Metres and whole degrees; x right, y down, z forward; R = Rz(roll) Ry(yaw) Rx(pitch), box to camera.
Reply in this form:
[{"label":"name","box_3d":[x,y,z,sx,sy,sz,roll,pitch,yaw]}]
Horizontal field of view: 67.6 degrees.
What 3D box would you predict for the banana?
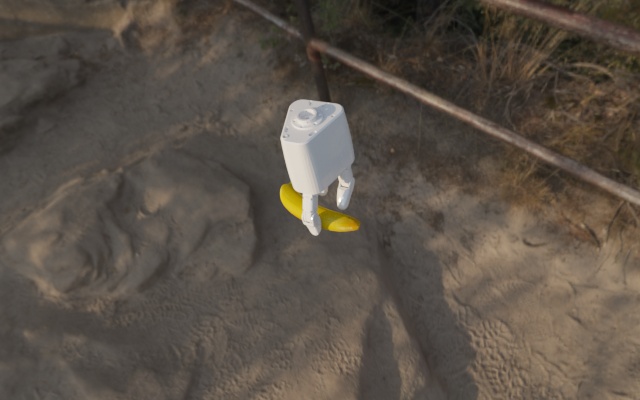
[{"label":"banana","box_3d":[-0.016,0.011,0.865,0.069,0.037,0.197,-34,47,-23]}]
